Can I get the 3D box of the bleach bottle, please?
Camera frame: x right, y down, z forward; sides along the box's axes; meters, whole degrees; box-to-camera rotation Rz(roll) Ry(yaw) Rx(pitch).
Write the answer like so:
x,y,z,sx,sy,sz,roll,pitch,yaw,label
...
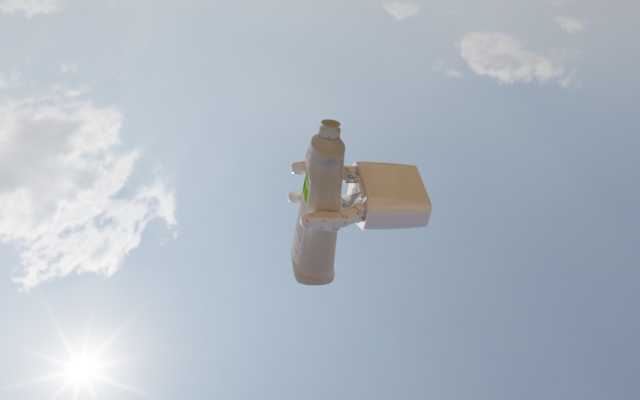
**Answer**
x,y,z,sx,sy,sz,roll,pitch,yaw,label
0.000,0.002,0.727,0.068,0.251,0.102,1,32,-13,bleach bottle
